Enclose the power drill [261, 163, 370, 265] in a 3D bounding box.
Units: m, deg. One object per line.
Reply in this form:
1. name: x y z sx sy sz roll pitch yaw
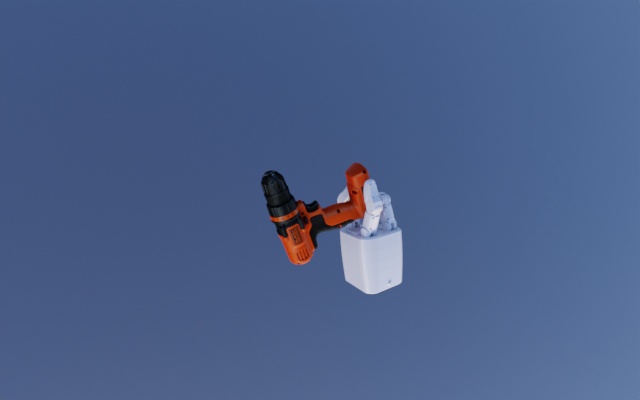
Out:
1. power drill: 0.001 0.003 0.847 0.187 0.184 0.057 -24 28 -12
